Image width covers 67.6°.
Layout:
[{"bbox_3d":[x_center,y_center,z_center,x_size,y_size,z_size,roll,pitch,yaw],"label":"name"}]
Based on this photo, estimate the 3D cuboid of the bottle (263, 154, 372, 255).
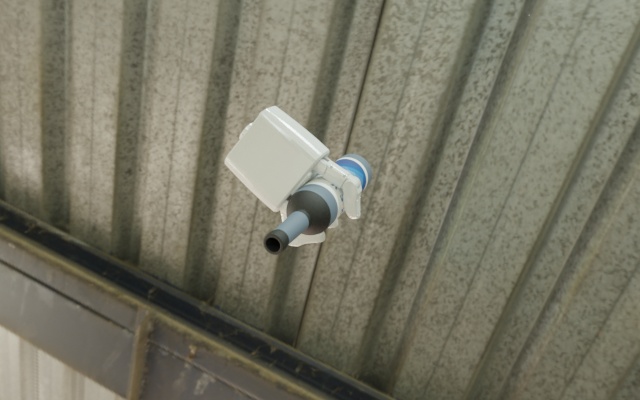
[{"bbox_3d":[0.000,0.002,0.682,0.069,0.069,0.295,0,20,24],"label":"bottle"}]
